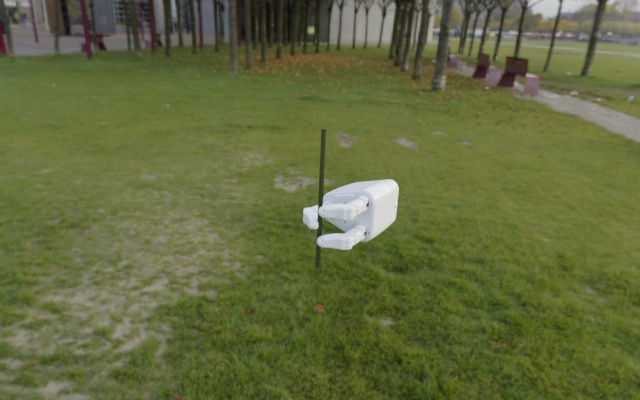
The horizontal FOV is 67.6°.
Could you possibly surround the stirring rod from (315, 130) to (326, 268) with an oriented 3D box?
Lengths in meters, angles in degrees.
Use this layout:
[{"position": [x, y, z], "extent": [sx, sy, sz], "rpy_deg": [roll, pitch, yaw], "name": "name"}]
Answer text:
[{"position": [0.000, 0.003, 0.790], "extent": [0.011, 0.240, 0.011], "rpy_deg": [2, 20, -1], "name": "stirring rod"}]
